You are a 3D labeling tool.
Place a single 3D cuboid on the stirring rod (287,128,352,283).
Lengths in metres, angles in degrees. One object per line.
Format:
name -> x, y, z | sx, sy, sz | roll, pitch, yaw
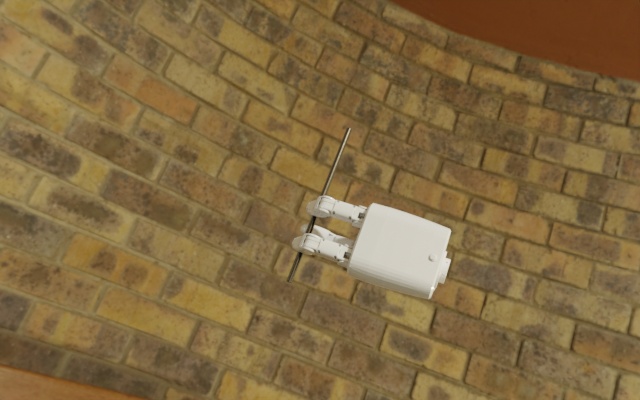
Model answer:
stirring rod -> 0.000, 0.002, 0.675 | 0.011, 0.239, 0.011 | 20, -15, 6
